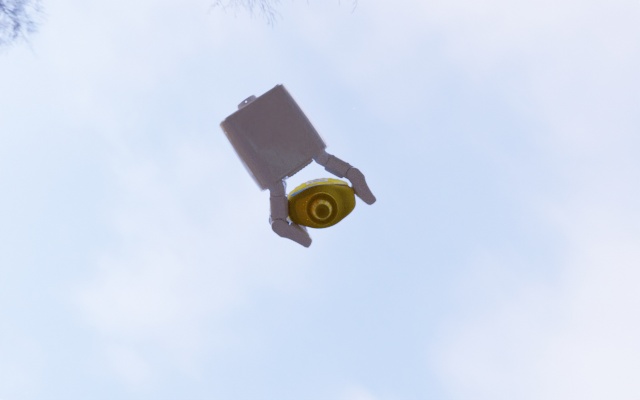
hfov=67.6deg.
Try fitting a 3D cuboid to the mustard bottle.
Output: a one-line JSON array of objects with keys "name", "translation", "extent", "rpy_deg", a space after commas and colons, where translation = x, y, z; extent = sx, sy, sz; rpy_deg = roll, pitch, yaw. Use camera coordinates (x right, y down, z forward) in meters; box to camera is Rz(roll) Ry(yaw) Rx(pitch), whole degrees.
[{"name": "mustard bottle", "translation": [0.000, 0.002, 0.667], "extent": [0.096, 0.058, 0.191], "rpy_deg": [-9, 6, 0]}]
